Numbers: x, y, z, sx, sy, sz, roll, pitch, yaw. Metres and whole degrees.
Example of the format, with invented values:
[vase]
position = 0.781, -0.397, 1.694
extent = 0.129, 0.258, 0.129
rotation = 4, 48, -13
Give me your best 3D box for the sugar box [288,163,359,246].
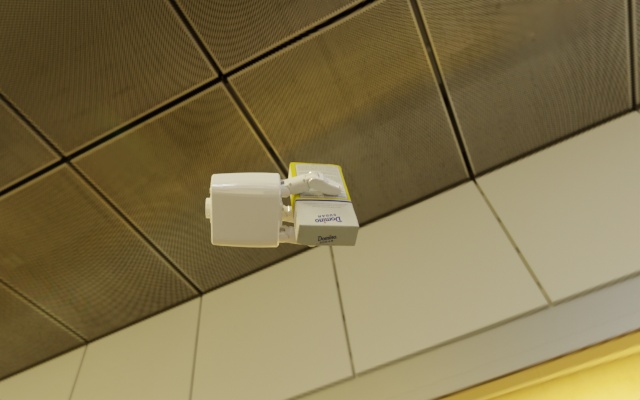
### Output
[sugar box]
position = 0.000, 0.003, 0.776
extent = 0.093, 0.048, 0.176
rotation = 2, 37, -10
